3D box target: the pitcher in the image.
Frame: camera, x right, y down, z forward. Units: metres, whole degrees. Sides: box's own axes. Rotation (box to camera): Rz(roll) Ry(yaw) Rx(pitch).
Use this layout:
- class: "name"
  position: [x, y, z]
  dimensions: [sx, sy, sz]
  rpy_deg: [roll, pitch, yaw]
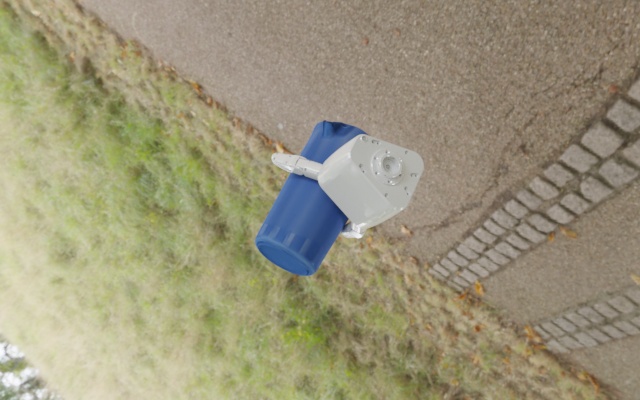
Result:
- class: "pitcher"
  position: [0.000, 0.003, 0.791]
  dimensions: [0.149, 0.242, 0.145]
  rpy_deg: [34, -24, -11]
